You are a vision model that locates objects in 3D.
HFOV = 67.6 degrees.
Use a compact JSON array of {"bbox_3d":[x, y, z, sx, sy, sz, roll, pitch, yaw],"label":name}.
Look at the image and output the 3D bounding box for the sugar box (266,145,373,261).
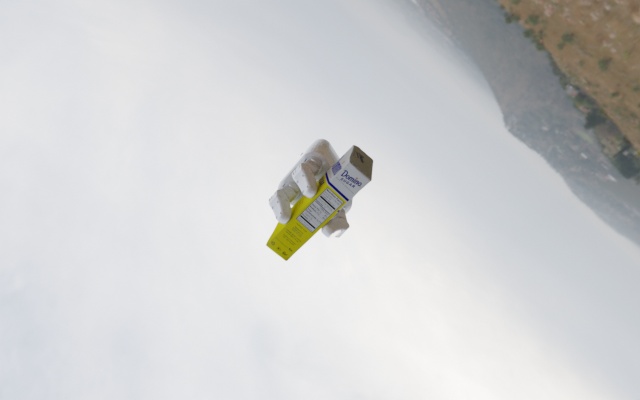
[{"bbox_3d":[0.000,0.002,0.685,0.048,0.176,0.093,39,21,-8],"label":"sugar box"}]
